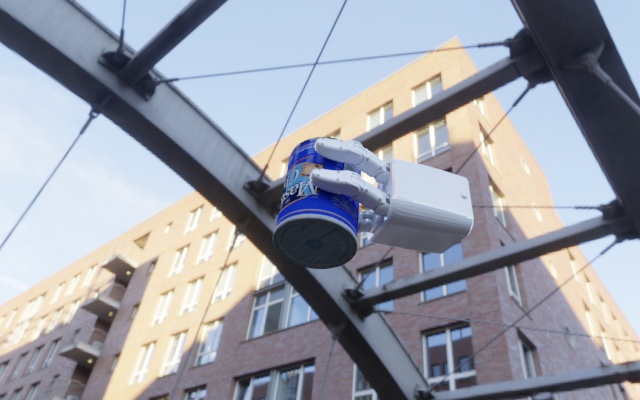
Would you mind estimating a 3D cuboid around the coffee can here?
[{"bbox_3d":[0.000,0.002,0.616,0.103,0.140,0.103,4,-41,4],"label":"coffee can"}]
